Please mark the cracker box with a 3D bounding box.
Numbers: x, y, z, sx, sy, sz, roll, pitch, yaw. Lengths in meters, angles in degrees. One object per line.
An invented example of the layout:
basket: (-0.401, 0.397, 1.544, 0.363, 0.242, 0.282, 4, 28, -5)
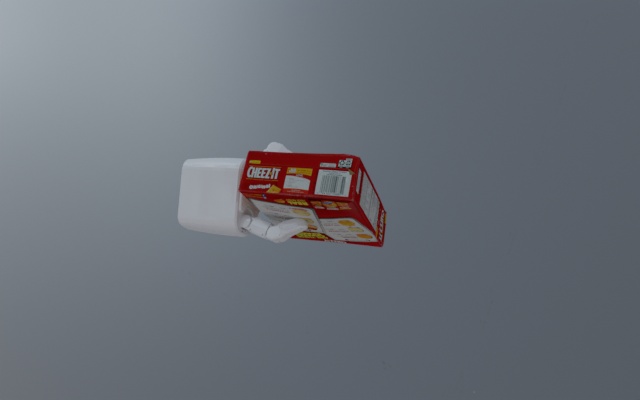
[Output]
cracker box: (0.000, 0.002, 0.715, 0.164, 0.072, 0.214, 4, -19, 19)
